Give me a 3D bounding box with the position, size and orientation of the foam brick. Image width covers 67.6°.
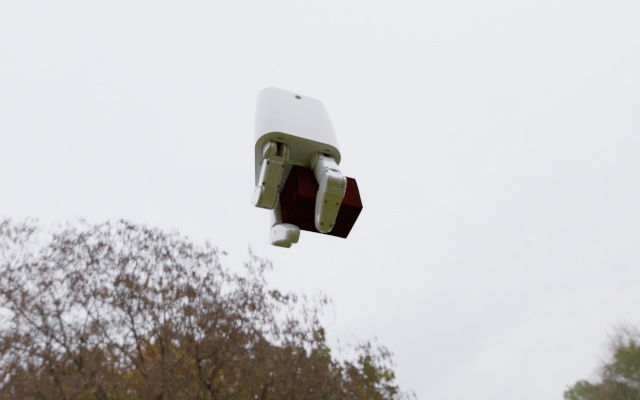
[{"bbox_3d":[0.000,0.002,0.532,0.078,0.053,0.051,12,39,-19],"label":"foam brick"}]
